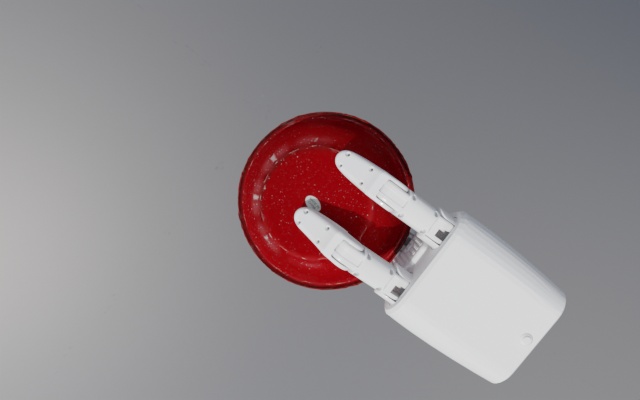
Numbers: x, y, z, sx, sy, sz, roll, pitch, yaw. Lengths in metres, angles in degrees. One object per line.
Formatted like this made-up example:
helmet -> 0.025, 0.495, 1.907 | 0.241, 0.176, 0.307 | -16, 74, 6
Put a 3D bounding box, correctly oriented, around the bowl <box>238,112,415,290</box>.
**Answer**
bowl -> -0.001, 0.001, 0.406 | 0.162, 0.162, 0.055 | 0, 2, 8
